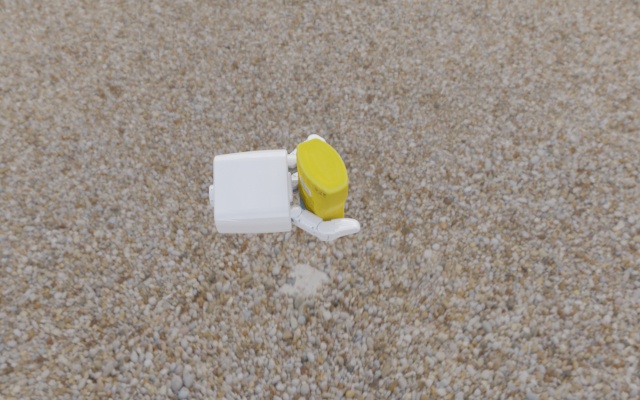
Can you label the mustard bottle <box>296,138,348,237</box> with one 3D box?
[{"bbox_3d":[0.000,0.002,0.708,0.058,0.096,0.192,-25,-29,-16],"label":"mustard bottle"}]
